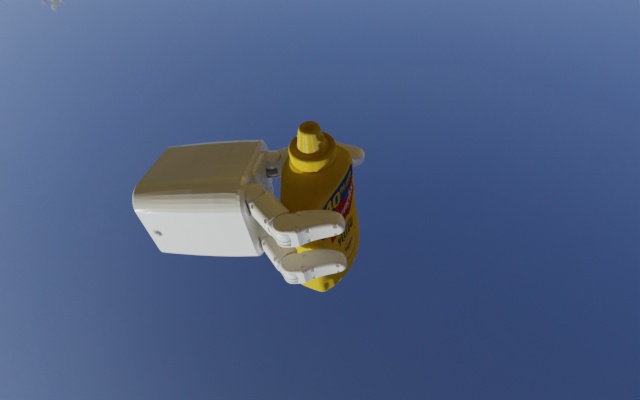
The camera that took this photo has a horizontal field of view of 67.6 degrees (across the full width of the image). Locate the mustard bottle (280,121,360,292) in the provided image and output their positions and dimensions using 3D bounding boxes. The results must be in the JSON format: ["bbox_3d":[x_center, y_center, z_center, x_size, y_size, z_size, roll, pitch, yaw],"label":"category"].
[{"bbox_3d":[0.000,0.002,0.464,0.058,0.096,0.192,19,-35,23],"label":"mustard bottle"}]
